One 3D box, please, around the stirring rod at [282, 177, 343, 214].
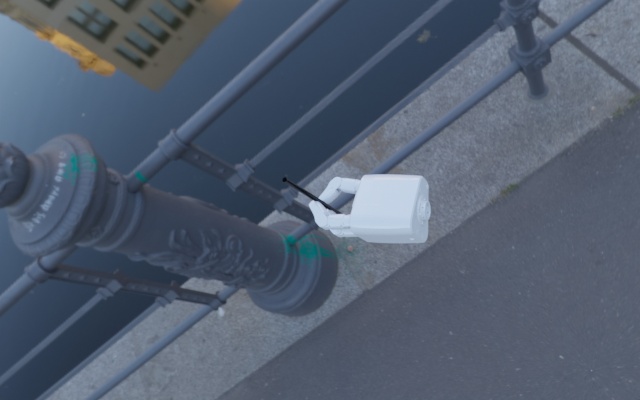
[{"bbox_3d":[0.000,0.003,0.852,0.011,0.011,0.240,0,-17,30],"label":"stirring rod"}]
